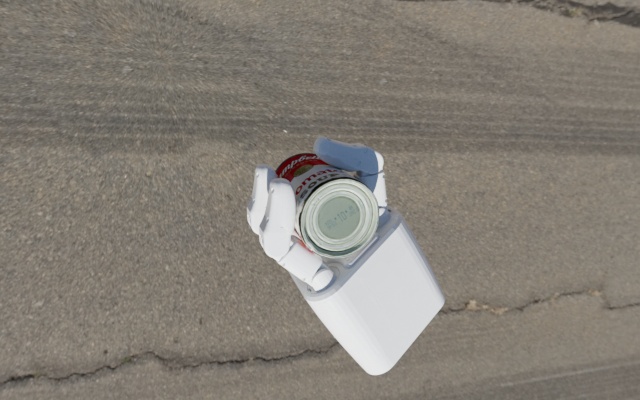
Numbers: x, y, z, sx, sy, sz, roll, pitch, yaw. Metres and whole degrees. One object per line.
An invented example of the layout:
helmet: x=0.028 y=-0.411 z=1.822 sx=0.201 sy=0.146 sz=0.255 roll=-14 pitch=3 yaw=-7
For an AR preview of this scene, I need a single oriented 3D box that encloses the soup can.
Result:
soup can: x=0.000 y=0.001 z=0.411 sx=0.068 sy=0.068 sz=0.102 roll=0 pitch=16 yaw=-19
